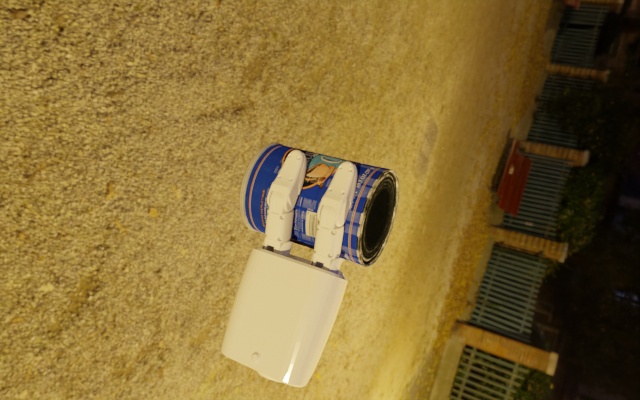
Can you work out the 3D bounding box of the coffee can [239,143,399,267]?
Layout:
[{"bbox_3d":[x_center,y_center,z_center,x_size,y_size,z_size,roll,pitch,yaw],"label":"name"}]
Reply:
[{"bbox_3d":[0.000,0.001,0.511,0.140,0.103,0.103,15,6,25],"label":"coffee can"}]
